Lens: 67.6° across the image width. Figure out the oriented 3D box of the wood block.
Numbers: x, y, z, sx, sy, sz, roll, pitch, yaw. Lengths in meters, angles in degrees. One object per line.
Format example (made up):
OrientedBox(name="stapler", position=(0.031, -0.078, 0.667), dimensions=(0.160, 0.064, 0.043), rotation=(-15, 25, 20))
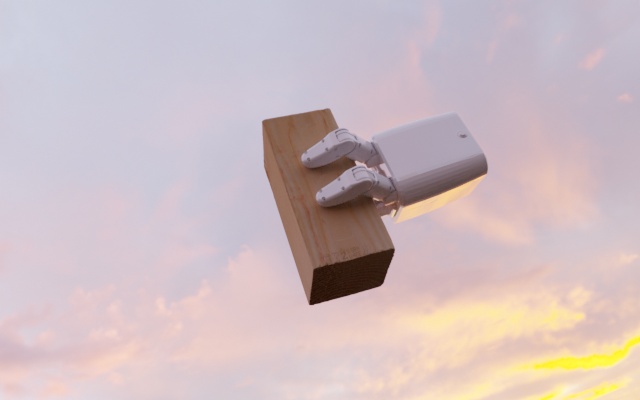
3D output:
OrientedBox(name="wood block", position=(0.000, 0.002, 0.555), dimensions=(0.090, 0.206, 0.091), rotation=(-13, -34, -13))
